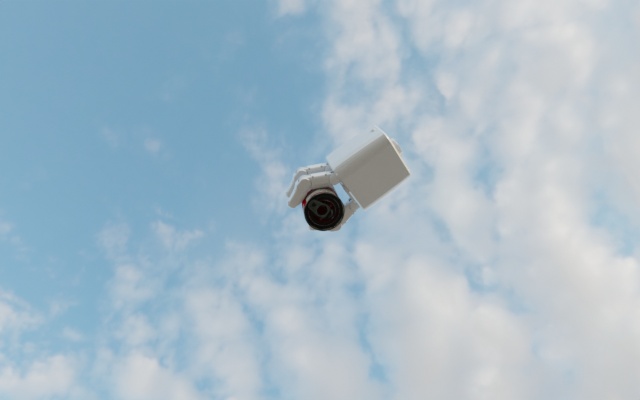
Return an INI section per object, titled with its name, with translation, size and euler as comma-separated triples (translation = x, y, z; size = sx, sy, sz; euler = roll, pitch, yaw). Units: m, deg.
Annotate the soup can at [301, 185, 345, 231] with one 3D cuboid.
[soup can]
translation = 0.000, 0.003, 0.830
size = 0.068, 0.068, 0.102
euler = 0, 19, -8
